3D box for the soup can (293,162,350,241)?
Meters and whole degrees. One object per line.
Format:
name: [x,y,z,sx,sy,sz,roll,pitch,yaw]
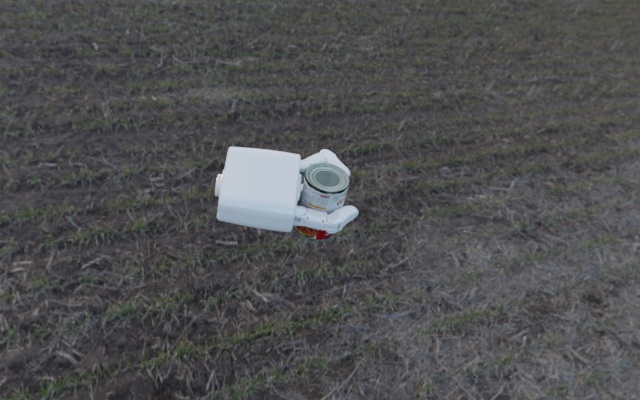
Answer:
soup can: [0.001,0.002,0.713,0.068,0.102,0.068,8,42,-7]
